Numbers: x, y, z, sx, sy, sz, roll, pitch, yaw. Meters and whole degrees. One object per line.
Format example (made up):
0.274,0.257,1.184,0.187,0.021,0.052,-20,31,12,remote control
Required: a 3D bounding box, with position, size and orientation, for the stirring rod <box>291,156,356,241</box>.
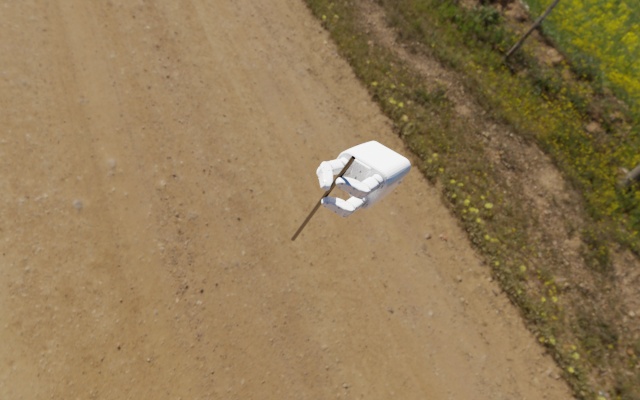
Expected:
0.000,0.003,0.871,0.011,0.011,0.240,0,-38,-36,stirring rod
